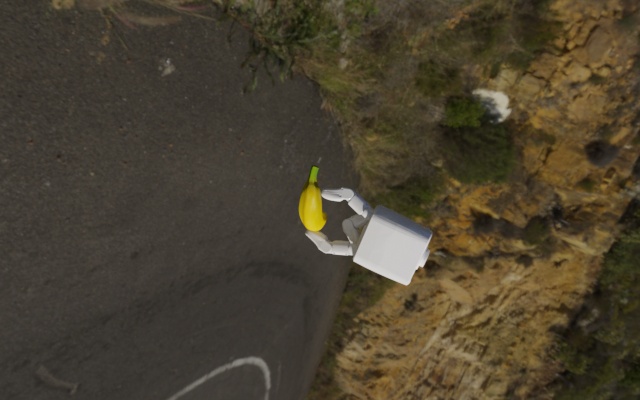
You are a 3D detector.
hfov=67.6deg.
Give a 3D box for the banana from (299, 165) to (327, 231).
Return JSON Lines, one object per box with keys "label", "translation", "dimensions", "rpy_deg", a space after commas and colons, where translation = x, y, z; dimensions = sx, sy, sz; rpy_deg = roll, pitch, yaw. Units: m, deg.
{"label": "banana", "translation": [-0.009, 0.016, 0.819], "dimensions": [0.037, 0.069, 0.198], "rpy_deg": [25, -21, 13]}
